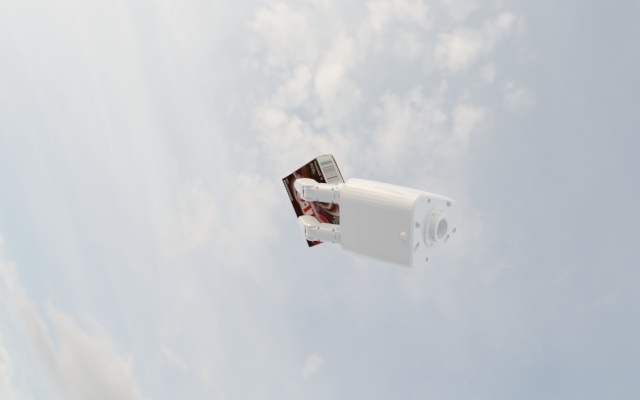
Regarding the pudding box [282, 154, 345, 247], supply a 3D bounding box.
[{"bbox_3d":[0.000,0.002,0.679,0.039,0.113,0.090,-16,-7,-41],"label":"pudding box"}]
